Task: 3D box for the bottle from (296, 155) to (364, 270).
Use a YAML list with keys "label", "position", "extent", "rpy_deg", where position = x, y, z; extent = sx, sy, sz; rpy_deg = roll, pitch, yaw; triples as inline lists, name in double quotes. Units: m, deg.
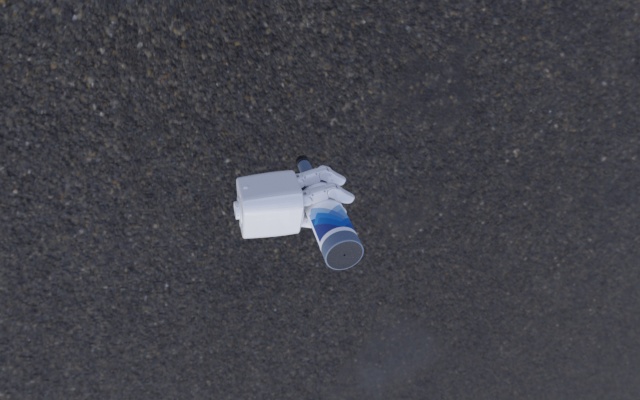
- label: "bottle"
  position: [0.000, 0.003, 0.890]
  extent: [0.069, 0.069, 0.295]
  rpy_deg: [0, 36, -19]
